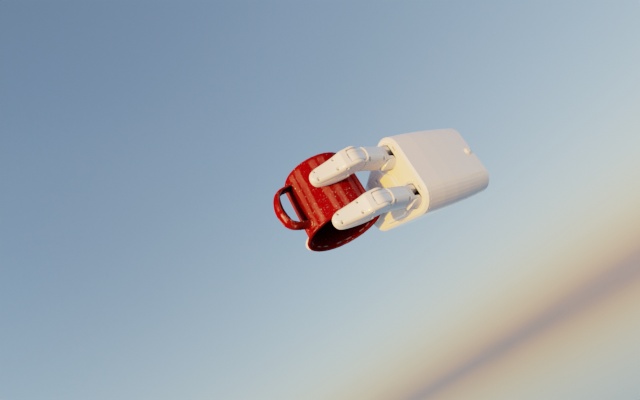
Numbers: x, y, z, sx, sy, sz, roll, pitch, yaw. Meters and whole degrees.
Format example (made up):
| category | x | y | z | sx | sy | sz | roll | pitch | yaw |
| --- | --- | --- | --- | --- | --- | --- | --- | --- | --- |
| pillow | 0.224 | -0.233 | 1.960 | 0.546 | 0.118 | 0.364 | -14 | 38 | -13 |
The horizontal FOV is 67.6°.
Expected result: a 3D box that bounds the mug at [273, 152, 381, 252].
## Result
| category | x | y | z | sx | sy | sz | roll | pitch | yaw |
| --- | --- | --- | --- | --- | --- | --- | --- | --- | --- |
| mug | -0.001 | 0.002 | 0.540 | 0.117 | 0.081 | 0.093 | -13 | -30 | -31 |
